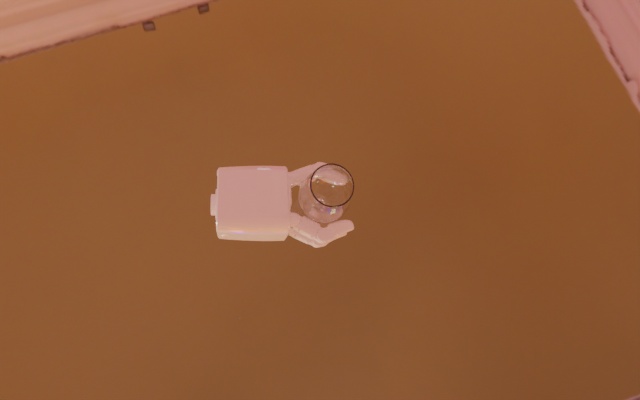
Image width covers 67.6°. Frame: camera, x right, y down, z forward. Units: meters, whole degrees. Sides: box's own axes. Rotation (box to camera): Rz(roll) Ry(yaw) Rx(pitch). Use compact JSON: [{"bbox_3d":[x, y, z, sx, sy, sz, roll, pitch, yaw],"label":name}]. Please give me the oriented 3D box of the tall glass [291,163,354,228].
[{"bbox_3d":[0.000,0.003,0.741,0.079,0.079,0.201,0,-14,-10],"label":"tall glass"}]
